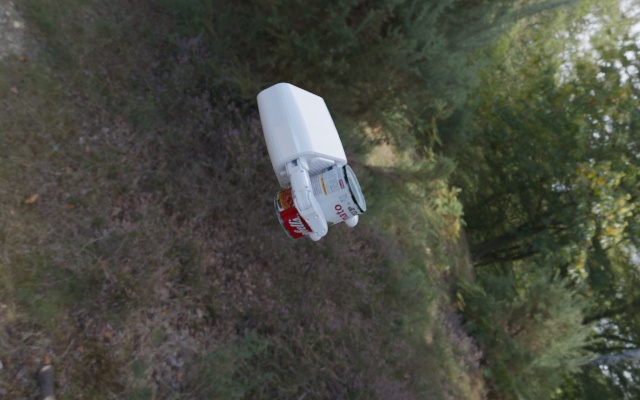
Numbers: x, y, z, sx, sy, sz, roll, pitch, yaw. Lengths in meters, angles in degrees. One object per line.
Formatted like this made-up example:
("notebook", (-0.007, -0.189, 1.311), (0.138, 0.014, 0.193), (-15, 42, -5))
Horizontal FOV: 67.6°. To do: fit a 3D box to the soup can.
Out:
("soup can", (0.000, 0.002, 0.624), (0.102, 0.068, 0.068), (-22, -6, 14))
